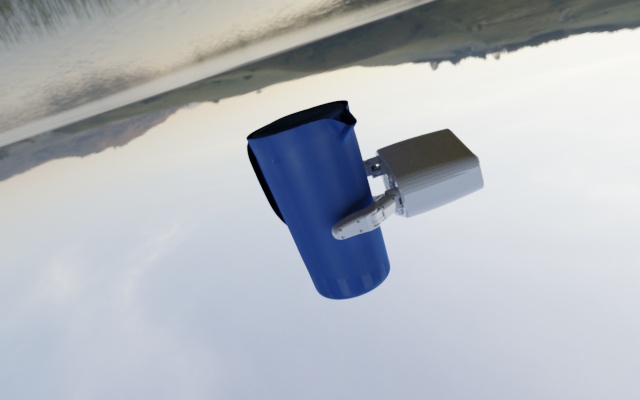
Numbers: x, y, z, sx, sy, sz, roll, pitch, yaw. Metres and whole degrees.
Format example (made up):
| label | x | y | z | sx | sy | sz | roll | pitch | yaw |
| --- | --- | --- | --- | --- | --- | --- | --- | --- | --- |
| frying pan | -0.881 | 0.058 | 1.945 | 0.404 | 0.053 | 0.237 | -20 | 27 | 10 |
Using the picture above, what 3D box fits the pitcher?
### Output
| label | x | y | z | sx | sy | sz | roll | pitch | yaw |
| --- | --- | --- | --- | --- | --- | --- | --- | --- | --- |
| pitcher | 0.000 | 0.002 | 0.627 | 0.145 | 0.243 | 0.149 | -20 | 18 | -1 |
